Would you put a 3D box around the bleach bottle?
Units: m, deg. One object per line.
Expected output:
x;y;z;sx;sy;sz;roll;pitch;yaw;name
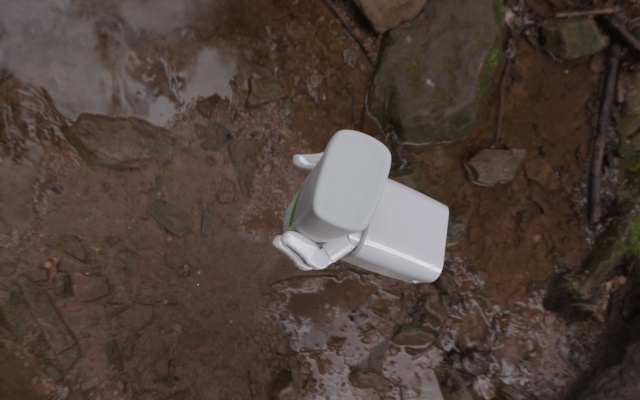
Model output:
0.000;0.002;0.576;0.068;0.102;0.251;22;-14;-10;bleach bottle
